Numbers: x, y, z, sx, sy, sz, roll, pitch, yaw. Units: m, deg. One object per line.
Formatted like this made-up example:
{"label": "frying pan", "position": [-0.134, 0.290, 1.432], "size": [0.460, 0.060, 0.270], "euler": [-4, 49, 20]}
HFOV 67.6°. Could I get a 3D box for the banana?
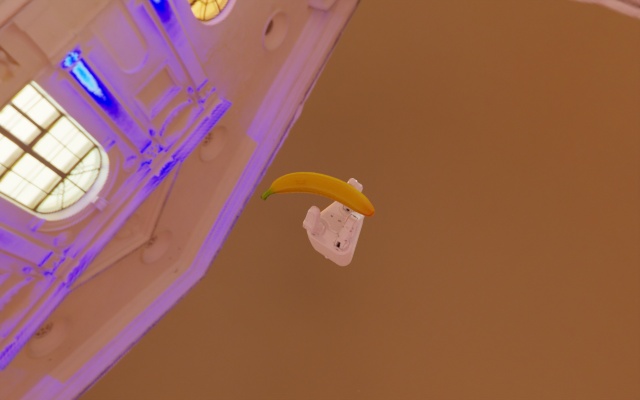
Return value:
{"label": "banana", "position": [0.000, -0.015, 0.836], "size": [0.198, 0.069, 0.037], "euler": [8, -22, 7]}
